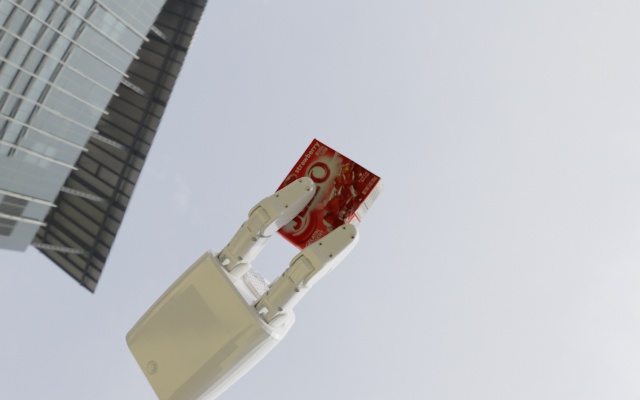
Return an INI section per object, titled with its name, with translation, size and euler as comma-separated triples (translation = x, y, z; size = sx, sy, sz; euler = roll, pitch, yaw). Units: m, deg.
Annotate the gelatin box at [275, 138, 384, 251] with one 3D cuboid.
[gelatin box]
translation = 0.000, 0.001, 0.414
size = 0.073, 0.089, 0.030
euler = 33, -8, 23
